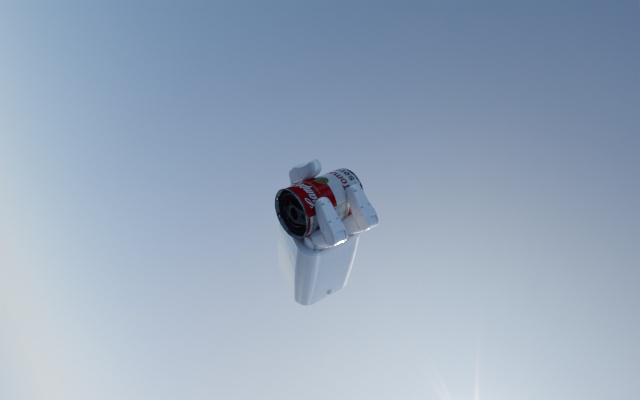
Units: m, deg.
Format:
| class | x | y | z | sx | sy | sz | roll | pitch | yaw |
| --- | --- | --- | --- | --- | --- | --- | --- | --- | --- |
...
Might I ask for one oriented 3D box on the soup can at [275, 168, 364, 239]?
| class | x | y | z | sx | sy | sz | roll | pitch | yaw |
| --- | --- | --- | --- | --- | --- | --- | --- | --- | --- |
| soup can | 0.000 | 0.002 | 0.635 | 0.102 | 0.068 | 0.068 | -22 | 13 | -34 |
